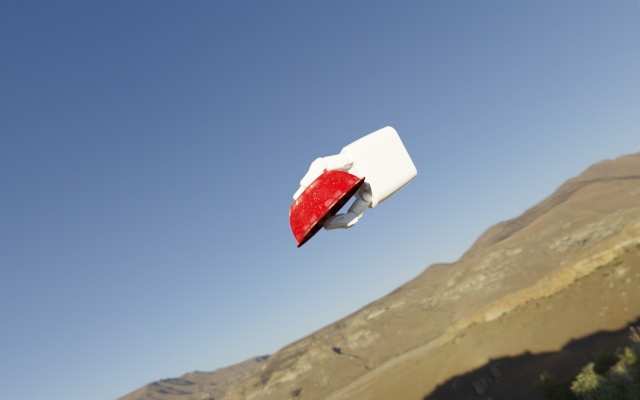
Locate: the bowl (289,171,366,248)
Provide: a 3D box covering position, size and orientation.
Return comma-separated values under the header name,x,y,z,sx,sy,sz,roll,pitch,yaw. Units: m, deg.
name,x,y,z,sx,sy,sz,roll,pitch,yaw
bowl,-0.001,0.003,0.785,0.055,0.162,0.162,44,6,6
